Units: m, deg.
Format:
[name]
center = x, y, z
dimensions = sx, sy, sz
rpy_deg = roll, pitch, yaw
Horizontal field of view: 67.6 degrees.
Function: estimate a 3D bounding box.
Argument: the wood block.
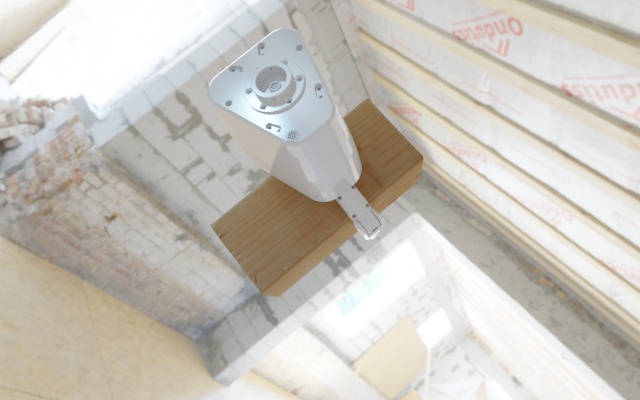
[wood block]
center = 0.000, 0.002, 0.513
dimensions = 0.206, 0.091, 0.090
rpy_deg = -39, -15, -4
